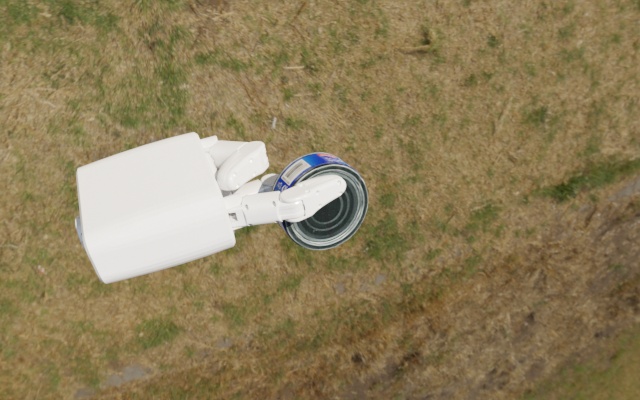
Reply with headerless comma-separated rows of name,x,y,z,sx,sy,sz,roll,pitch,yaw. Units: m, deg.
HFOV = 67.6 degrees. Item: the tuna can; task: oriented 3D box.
tuna can,0.000,0.002,0.436,0.086,0.086,0.033,0,21,-26
